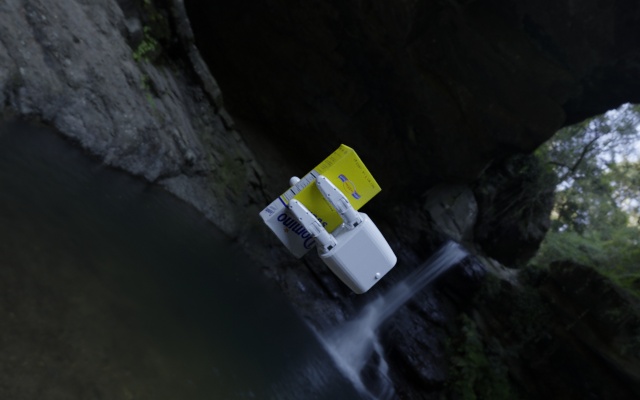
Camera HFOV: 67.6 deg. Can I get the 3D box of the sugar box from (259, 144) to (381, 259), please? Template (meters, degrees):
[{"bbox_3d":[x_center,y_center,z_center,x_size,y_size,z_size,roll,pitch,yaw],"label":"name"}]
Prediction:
[{"bbox_3d":[0.000,0.003,0.757,0.176,0.093,0.048,-42,28,-4],"label":"sugar box"}]
